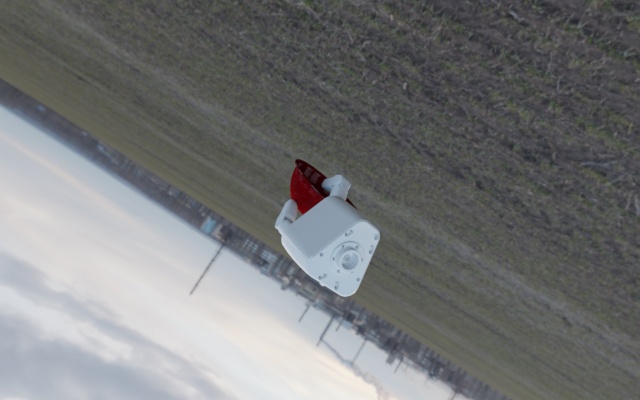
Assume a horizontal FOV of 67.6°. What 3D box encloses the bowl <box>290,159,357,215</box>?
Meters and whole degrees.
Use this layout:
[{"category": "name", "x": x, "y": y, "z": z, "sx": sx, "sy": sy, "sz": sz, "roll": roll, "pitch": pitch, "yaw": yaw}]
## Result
[{"category": "bowl", "x": 0.000, "y": 0.003, "z": 0.825, "sx": 0.162, "sy": 0.055, "sz": 0.162, "roll": 41, "pitch": 12, "yaw": -11}]
